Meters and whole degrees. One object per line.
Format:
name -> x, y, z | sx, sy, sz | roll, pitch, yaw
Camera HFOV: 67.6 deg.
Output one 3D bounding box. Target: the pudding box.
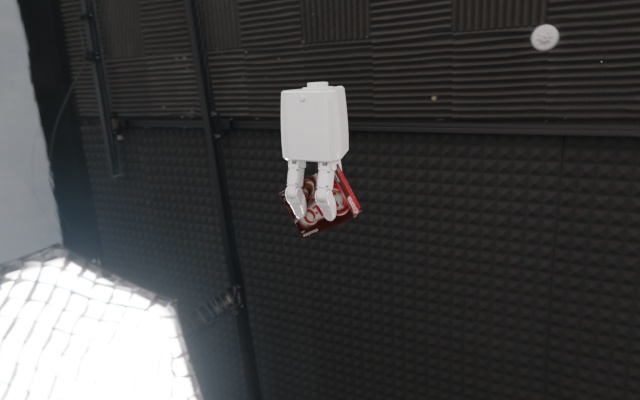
pudding box -> 0.000, 0.002, 0.790 | 0.113, 0.090, 0.039 | -26, 2, 34
